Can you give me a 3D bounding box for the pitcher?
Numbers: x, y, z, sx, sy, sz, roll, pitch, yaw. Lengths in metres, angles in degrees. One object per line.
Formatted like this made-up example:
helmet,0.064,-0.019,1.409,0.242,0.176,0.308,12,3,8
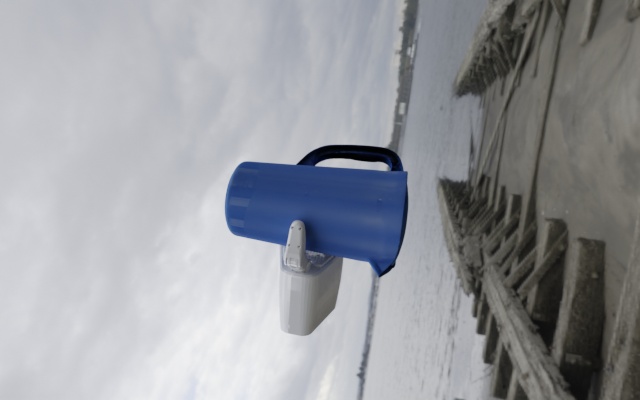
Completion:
pitcher,0.000,0.002,0.668,0.243,0.145,0.149,8,22,9
